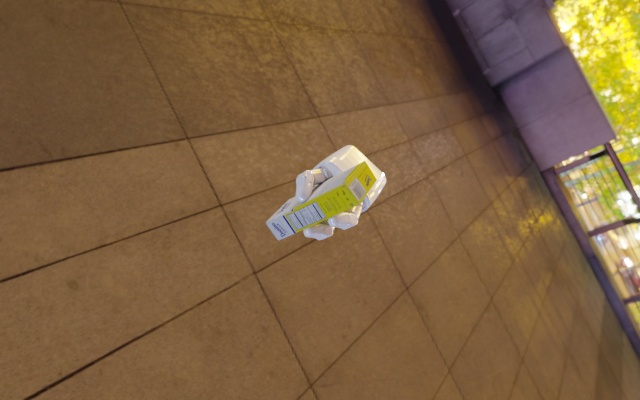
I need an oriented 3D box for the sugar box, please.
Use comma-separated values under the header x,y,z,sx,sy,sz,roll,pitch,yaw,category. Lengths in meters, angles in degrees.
x,y,z,sx,sy,sz,roll,pitch,yaw,category
0.001,0.003,0.790,0.176,0.048,0.093,-28,12,36,sugar box
